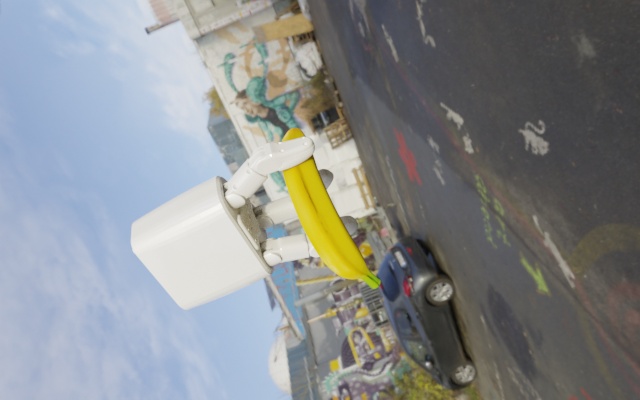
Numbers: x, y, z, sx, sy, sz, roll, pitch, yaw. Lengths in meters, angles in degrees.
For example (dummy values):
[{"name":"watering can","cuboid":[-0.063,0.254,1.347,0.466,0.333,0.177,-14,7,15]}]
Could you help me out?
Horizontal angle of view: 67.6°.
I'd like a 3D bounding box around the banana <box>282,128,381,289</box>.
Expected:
[{"name":"banana","cuboid":[-0.005,0.000,0.474,0.037,0.197,0.070,-29,-22,11]}]
